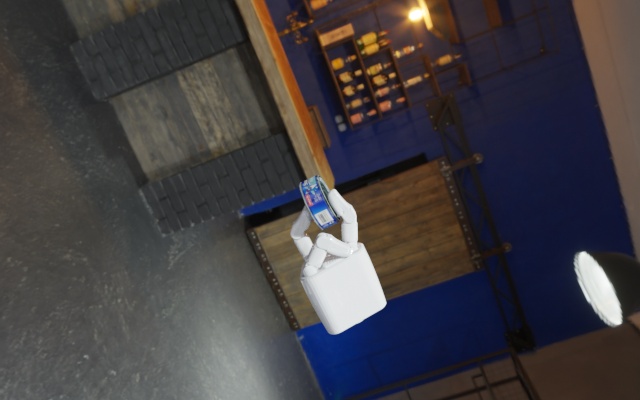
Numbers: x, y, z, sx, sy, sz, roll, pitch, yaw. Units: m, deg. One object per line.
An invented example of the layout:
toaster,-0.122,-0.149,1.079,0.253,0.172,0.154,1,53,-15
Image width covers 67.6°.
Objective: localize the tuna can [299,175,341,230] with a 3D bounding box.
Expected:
tuna can,0.001,0.002,0.772,0.034,0.086,0.086,-26,-5,9
